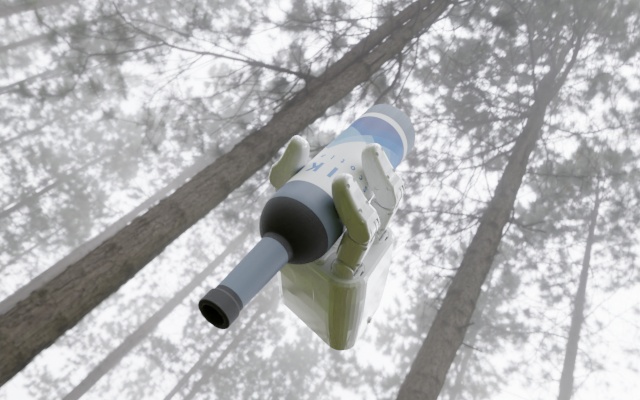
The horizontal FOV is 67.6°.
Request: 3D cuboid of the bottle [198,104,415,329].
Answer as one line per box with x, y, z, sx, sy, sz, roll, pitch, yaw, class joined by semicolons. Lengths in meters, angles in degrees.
0.000;0.001;0.428;0.069;0.069;0.295;0;32;36;bottle
